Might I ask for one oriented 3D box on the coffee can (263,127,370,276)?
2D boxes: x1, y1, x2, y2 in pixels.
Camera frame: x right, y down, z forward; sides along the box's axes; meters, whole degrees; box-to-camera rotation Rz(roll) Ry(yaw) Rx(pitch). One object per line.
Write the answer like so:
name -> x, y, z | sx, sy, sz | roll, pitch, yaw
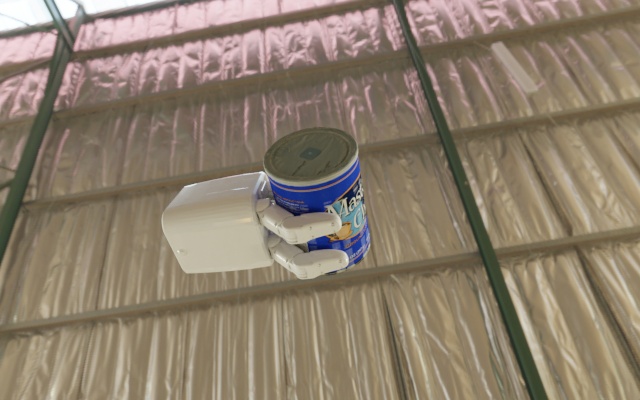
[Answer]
coffee can -> 0.000, 0.002, 0.552 | 0.103, 0.140, 0.102 | -7, 39, 6
